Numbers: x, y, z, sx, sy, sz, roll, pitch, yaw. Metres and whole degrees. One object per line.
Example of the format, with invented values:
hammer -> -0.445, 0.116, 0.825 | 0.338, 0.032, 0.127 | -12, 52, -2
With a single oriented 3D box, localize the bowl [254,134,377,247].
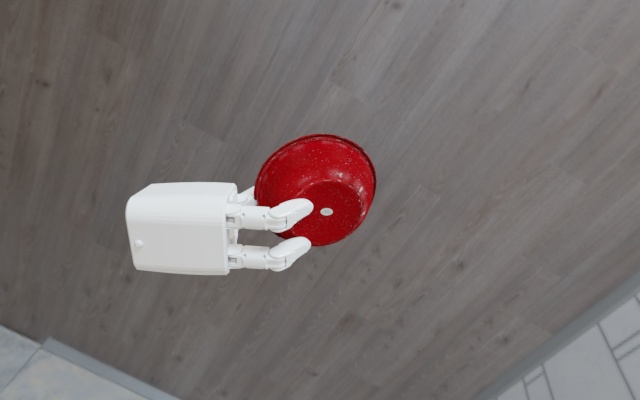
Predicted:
bowl -> 0.001, 0.002, 0.592 | 0.162, 0.162, 0.055 | 0, 31, -15
